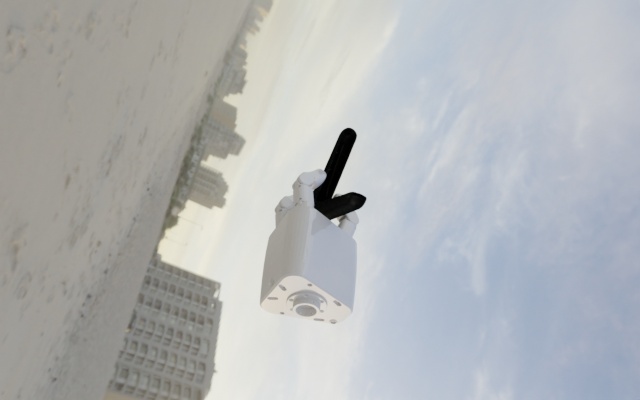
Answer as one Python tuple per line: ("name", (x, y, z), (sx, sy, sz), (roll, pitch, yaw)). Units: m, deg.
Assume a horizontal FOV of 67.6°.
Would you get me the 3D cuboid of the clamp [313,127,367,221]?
("clamp", (0.001, 0.003, 0.695), (0.036, 0.164, 0.210), (24, -48, -19))
